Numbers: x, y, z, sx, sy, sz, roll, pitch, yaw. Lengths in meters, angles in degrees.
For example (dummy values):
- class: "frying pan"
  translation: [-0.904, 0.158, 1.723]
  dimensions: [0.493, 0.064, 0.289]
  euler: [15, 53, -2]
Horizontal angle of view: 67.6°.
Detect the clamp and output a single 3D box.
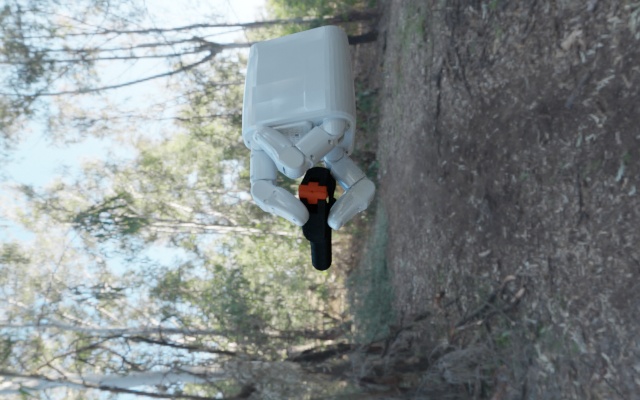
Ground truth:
- class: "clamp"
  translation: [-0.001, 0.002, 0.529]
  dimensions: [0.039, 0.120, 0.171]
  euler: [-2, -22, 1]
